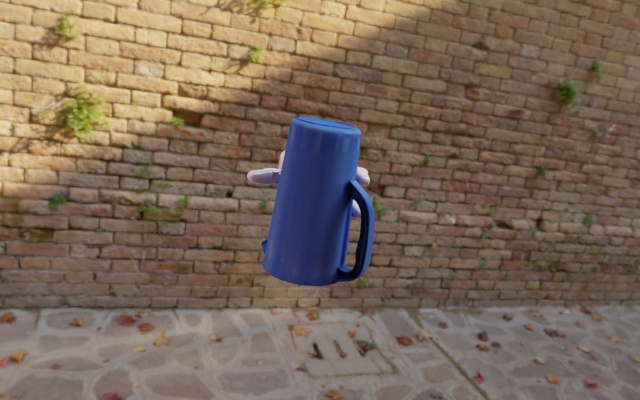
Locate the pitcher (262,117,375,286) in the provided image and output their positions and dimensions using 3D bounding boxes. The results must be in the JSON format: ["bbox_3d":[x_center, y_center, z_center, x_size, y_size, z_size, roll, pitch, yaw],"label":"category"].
[{"bbox_3d":[0.000,0.002,0.735,0.149,0.243,0.145,6,15,-14],"label":"pitcher"}]
